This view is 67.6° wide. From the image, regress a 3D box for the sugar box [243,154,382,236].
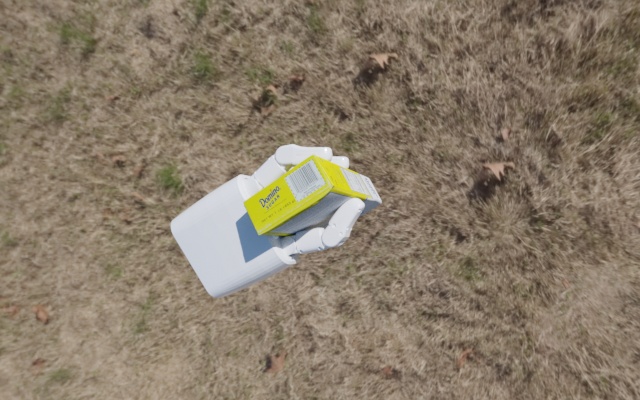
[{"bbox_3d":[0.000,0.001,0.541,0.093,0.048,0.176,-32,-14,16],"label":"sugar box"}]
